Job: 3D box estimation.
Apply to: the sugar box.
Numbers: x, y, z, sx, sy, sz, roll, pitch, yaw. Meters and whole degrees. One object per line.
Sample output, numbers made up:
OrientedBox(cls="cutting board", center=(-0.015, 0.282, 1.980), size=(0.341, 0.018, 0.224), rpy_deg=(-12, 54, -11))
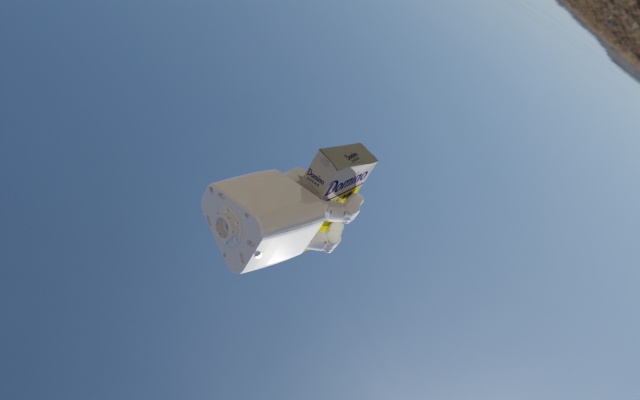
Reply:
OrientedBox(cls="sugar box", center=(0.000, 0.003, 0.668), size=(0.093, 0.048, 0.176), rpy_deg=(-16, -31, -48))
